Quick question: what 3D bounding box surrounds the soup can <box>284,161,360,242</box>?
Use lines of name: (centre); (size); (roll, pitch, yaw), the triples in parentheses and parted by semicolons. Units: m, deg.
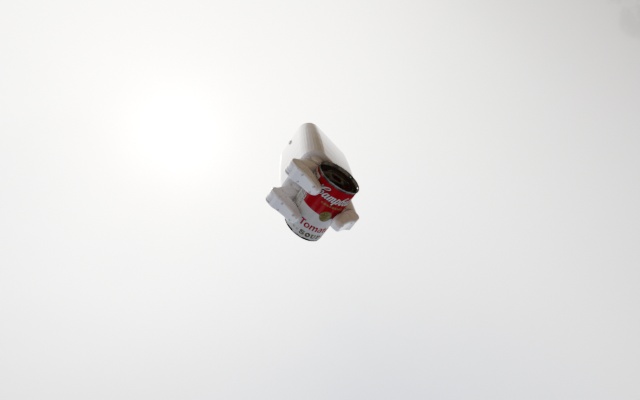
soup can: (0.000, 0.003, 0.696); (0.068, 0.102, 0.068); (29, 28, -17)
